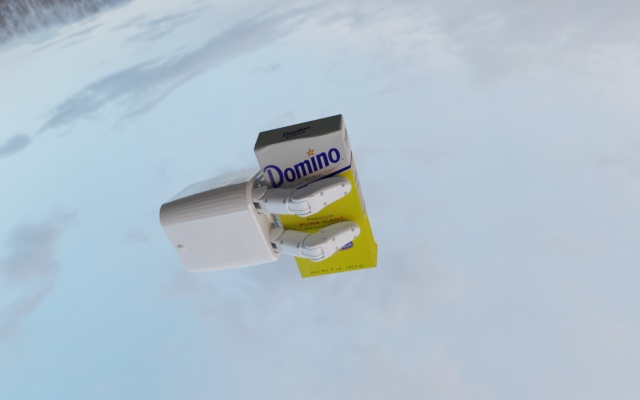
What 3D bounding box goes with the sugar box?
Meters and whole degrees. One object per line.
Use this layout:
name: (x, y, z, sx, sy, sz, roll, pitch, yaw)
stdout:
sugar box: (0.000, 0.002, 0.519, 0.093, 0.176, 0.048, -11, 34, 12)
